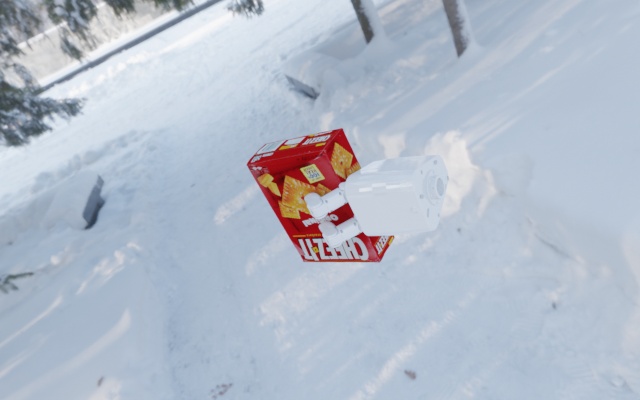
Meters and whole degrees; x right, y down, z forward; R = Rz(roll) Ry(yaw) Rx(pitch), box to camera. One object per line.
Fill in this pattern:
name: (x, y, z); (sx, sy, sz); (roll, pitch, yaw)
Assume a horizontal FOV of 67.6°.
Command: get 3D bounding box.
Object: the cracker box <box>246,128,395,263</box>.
cracker box: (0.000, 0.002, 0.765); (0.164, 0.214, 0.072); (-5, 34, 39)
